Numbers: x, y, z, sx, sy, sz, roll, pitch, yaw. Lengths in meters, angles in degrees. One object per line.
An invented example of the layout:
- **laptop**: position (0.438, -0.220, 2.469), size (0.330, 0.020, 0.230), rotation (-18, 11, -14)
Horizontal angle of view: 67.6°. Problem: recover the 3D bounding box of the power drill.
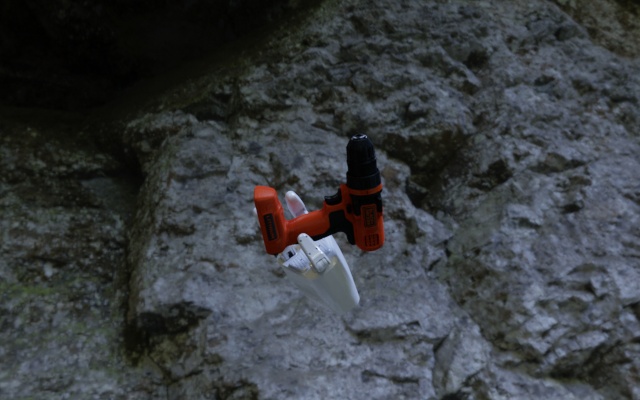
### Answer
- **power drill**: position (0.000, 0.003, 0.706), size (0.187, 0.184, 0.057), rotation (-9, 23, 0)
